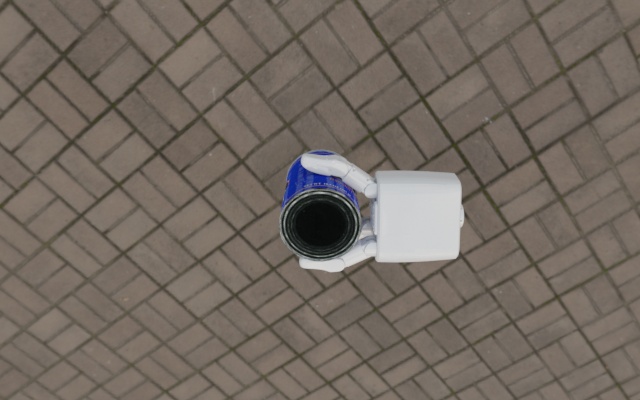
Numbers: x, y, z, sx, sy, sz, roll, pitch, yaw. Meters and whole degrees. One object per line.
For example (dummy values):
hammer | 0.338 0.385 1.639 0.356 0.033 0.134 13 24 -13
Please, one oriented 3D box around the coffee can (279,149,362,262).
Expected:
coffee can | 0.000 0.002 0.647 0.103 0.103 0.140 0 25 0
